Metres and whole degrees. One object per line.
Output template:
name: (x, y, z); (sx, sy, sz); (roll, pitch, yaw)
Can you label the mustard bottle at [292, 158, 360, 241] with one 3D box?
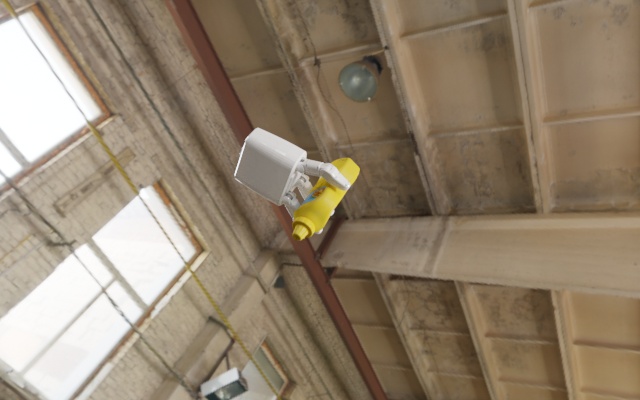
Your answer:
mustard bottle: (0.001, 0.003, 0.889); (0.096, 0.058, 0.191); (-31, 18, 48)
